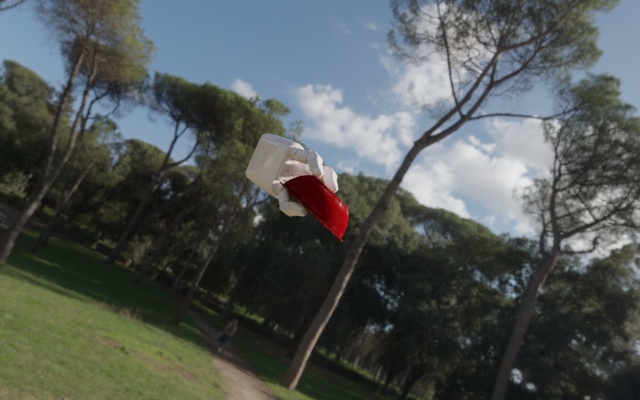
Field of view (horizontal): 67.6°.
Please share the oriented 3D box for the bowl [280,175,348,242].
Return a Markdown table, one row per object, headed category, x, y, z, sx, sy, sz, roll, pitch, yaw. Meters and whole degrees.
| category | x | y | z | sx | sy | sz | roll | pitch | yaw |
| --- | --- | --- | --- | --- | --- | --- | --- | --- | --- |
| bowl | 0.001 | 0.003 | 0.890 | 0.162 | 0.055 | 0.162 | 44 | -1 | 0 |
